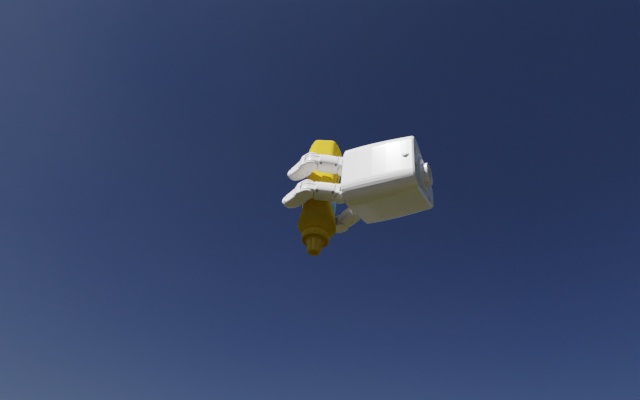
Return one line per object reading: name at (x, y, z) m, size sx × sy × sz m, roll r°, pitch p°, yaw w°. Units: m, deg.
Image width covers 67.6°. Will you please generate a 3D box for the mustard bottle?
mustard bottle at (0.000, 0.002, 0.744) m, size 0.058 × 0.191 × 0.096 m, roll 4°, pitch -40°, yaw 3°
